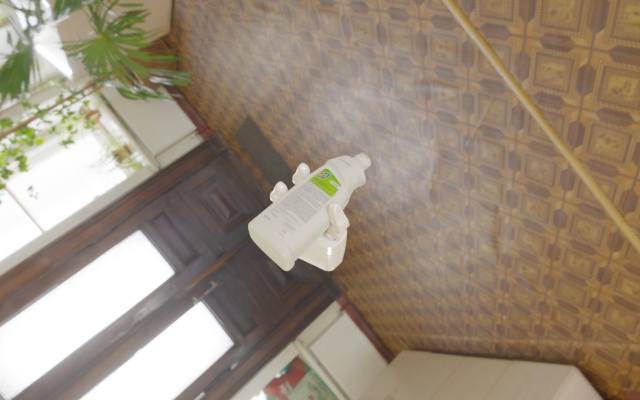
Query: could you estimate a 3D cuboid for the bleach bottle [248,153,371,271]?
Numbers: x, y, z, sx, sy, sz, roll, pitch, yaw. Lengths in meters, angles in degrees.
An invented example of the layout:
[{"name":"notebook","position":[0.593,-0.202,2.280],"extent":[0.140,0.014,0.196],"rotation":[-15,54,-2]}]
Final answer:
[{"name":"bleach bottle","position":[0.000,0.003,0.825],"extent":[0.250,0.102,0.068],"rotation":[-40,-24,-23]}]
